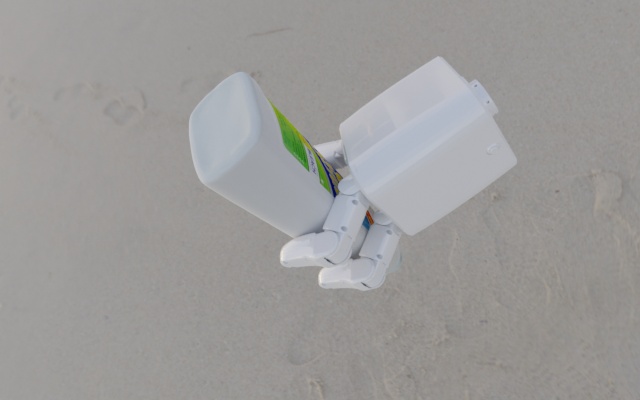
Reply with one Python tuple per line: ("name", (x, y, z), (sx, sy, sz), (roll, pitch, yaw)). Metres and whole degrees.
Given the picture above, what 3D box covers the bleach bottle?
("bleach bottle", (0.000, 0.001, 0.429), (0.068, 0.102, 0.251), (-37, -45, 16))
